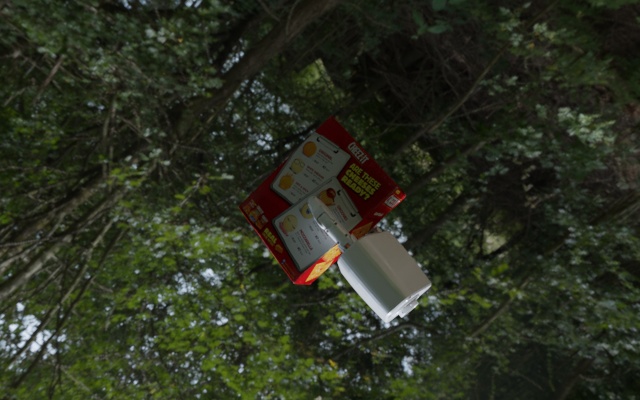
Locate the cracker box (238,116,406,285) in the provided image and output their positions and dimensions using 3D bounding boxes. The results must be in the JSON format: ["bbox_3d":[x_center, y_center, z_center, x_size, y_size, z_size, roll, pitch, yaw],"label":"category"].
[{"bbox_3d":[0.000,0.003,0.756,0.214,0.164,0.072,-43,-23,9],"label":"cracker box"}]
